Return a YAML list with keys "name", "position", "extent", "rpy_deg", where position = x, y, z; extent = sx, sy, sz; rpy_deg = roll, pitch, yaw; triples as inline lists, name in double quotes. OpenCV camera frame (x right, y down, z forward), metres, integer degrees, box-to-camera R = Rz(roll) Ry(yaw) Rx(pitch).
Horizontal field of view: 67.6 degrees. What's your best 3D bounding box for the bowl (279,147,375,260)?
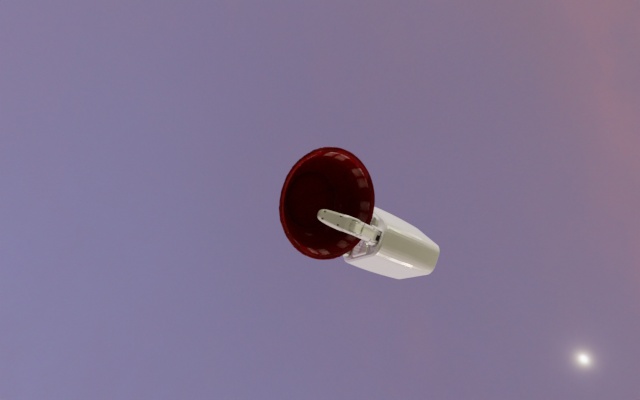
- name: "bowl"
  position: [-0.001, 0.001, 0.697]
  extent: [0.162, 0.162, 0.055]
  rpy_deg: [0, 6, -33]
